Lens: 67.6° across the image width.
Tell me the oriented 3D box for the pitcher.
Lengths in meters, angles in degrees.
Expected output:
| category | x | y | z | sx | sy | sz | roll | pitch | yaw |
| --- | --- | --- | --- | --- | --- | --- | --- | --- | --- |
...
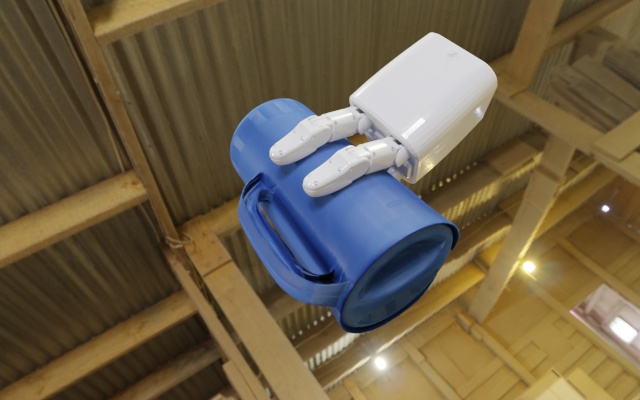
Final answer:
| category | x | y | z | sx | sy | sz | roll | pitch | yaw |
| --- | --- | --- | --- | --- | --- | --- | --- | --- | --- |
| pitcher | 0.000 | 0.001 | 0.473 | 0.242 | 0.145 | 0.149 | 47 | -3 | 34 |
